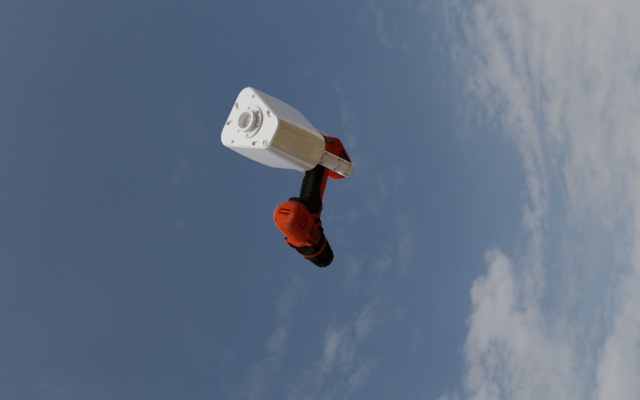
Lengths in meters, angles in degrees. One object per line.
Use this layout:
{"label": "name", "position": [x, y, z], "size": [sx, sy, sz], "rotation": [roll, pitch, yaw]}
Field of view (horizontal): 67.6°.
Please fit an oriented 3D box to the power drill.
{"label": "power drill", "position": [0.000, 0.002, 0.793], "size": [0.057, 0.187, 0.184], "rotation": [6, -26, 24]}
